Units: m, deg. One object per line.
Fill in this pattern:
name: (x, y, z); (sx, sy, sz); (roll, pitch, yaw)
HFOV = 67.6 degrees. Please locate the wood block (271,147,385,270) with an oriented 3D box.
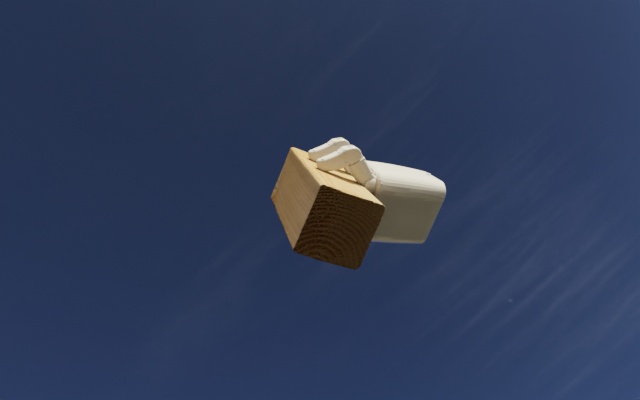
wood block: (0.000, 0.003, 0.657); (0.090, 0.091, 0.206); (18, 13, -18)
